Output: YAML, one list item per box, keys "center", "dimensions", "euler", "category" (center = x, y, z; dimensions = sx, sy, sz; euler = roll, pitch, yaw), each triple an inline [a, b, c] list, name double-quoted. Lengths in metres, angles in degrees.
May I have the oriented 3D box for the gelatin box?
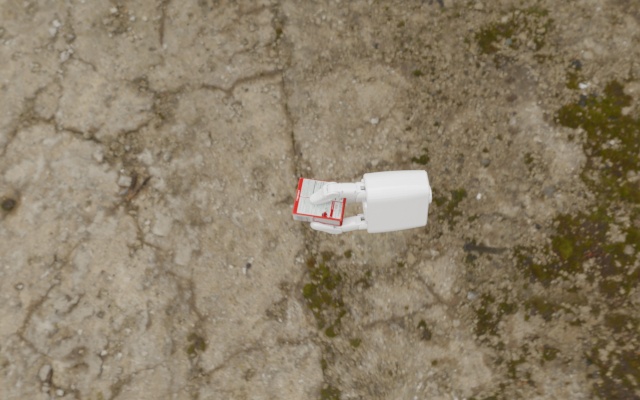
- center: [0.000, 0.003, 0.844]
  dimensions: [0.089, 0.073, 0.030]
  euler: [8, -25, 4]
  category: "gelatin box"
